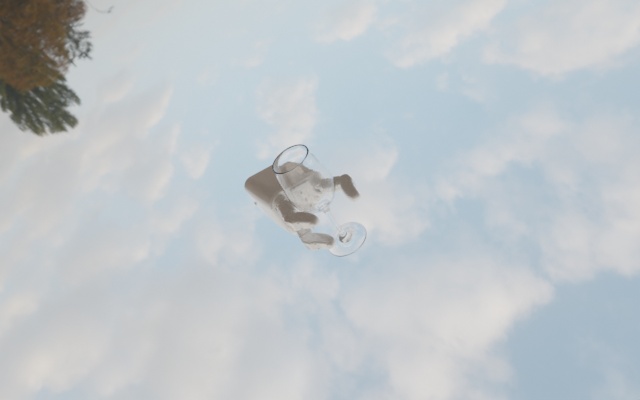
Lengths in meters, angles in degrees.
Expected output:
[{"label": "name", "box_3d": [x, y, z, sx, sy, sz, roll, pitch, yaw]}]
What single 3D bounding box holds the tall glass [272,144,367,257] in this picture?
[{"label": "tall glass", "box_3d": [0.001, 0.003, 0.767, 0.079, 0.079, 0.201, 0, -40, 36]}]
